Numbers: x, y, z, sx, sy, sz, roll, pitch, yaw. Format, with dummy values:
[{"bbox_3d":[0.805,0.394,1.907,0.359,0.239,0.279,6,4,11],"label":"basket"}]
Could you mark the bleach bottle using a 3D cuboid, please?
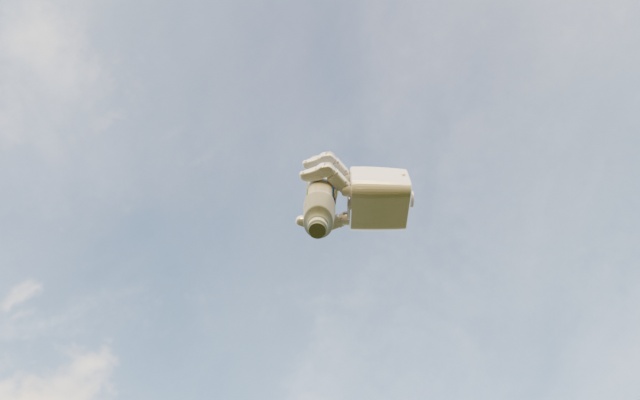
[{"bbox_3d":[0.000,0.003,0.863,0.068,0.103,0.250,2,25,2],"label":"bleach bottle"}]
